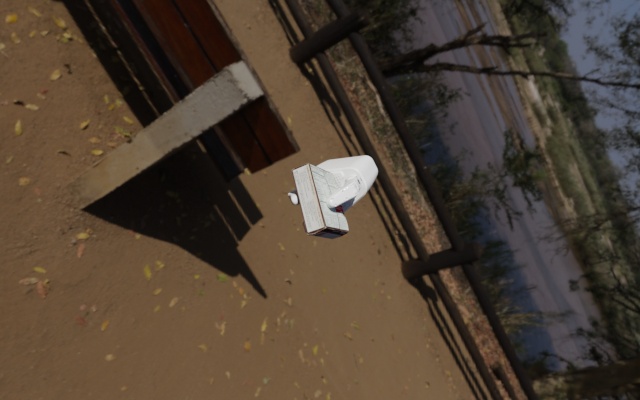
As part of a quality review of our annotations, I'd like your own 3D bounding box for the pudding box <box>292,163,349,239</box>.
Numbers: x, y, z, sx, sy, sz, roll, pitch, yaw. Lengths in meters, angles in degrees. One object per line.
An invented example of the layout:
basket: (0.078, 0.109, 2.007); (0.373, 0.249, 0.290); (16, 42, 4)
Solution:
pudding box: (0.000, 0.002, 0.777); (0.039, 0.113, 0.090); (-23, -18, 23)
